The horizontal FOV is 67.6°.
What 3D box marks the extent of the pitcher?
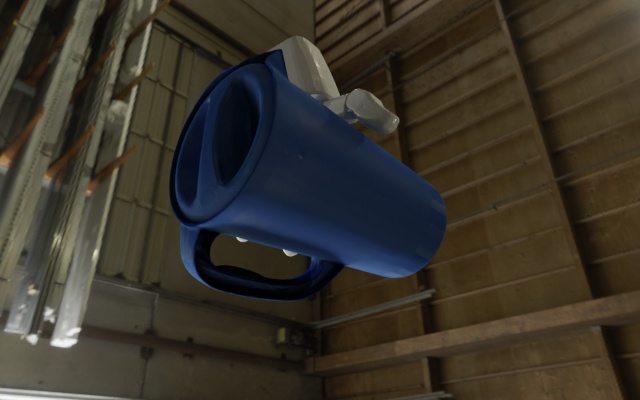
[{"bbox_3d":[0.000,0.001,0.421,0.243,0.145,0.149,25,-53,-39],"label":"pitcher"}]
